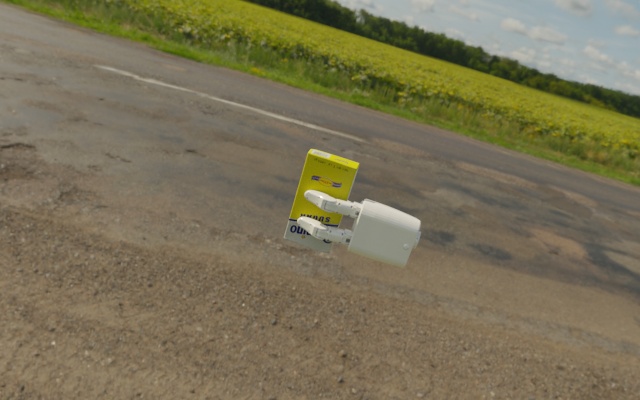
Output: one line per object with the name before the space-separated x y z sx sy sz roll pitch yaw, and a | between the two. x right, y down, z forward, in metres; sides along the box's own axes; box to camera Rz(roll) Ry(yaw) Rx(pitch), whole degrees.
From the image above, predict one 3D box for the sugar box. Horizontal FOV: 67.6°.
sugar box | 0.000 0.003 0.871 0.093 0.176 0.048 18 20 6
